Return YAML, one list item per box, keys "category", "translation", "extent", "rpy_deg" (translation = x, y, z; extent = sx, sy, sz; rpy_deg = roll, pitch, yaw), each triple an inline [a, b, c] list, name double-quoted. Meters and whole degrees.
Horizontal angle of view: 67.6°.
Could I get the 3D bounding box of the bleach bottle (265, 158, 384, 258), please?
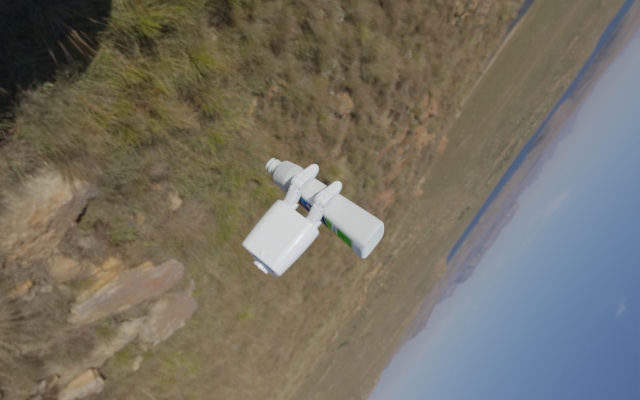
- category: "bleach bottle"
  translation: [0.000, 0.003, 0.895]
  extent: [0.250, 0.068, 0.103]
  rpy_deg: [36, -13, 17]
